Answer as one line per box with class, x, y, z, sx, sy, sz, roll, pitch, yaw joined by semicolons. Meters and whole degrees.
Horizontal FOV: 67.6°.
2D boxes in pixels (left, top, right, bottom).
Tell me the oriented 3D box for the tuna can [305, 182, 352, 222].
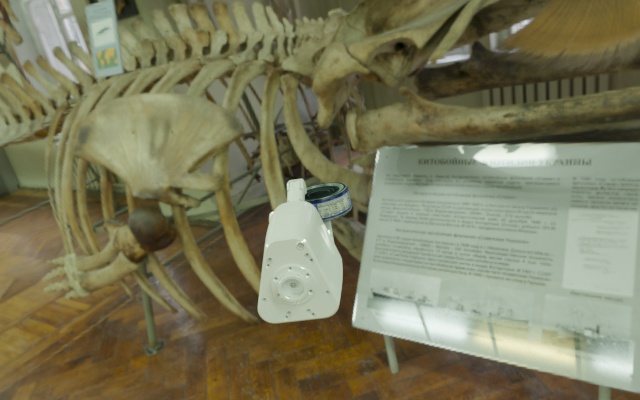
tuna can;0.000;0.002;0.683;0.086;0.034;0.086;-11;16;3
